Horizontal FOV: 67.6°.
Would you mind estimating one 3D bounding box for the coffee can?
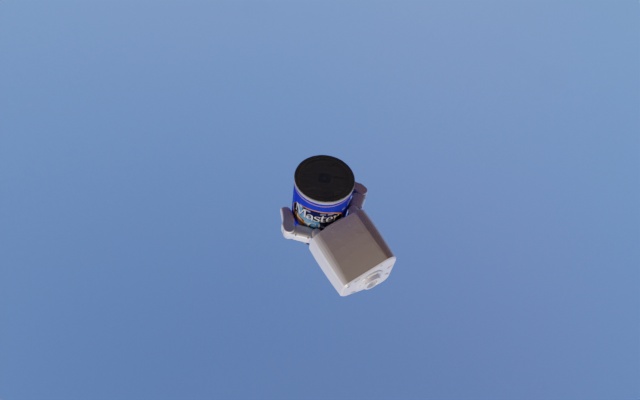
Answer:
[{"bbox_3d":[0.000,0.003,0.851,0.103,0.102,0.140,0,-36,-7],"label":"coffee can"}]
